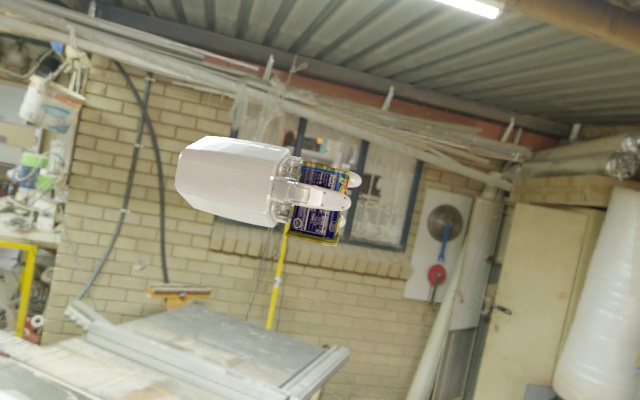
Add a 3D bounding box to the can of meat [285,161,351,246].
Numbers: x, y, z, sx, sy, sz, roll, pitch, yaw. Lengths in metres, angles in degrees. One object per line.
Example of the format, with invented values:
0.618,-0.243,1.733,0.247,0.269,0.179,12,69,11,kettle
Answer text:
0.000,0.001,0.546,0.057,0.084,0.102,11,2,5,can of meat
